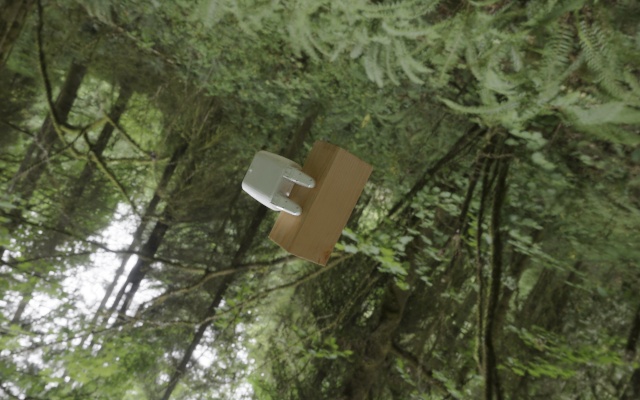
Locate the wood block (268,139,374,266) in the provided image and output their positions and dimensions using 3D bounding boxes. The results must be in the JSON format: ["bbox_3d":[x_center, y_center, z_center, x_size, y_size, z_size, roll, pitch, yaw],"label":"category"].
[{"bbox_3d":[0.000,0.003,0.890,0.091,0.206,0.090,25,2,-35],"label":"wood block"}]
